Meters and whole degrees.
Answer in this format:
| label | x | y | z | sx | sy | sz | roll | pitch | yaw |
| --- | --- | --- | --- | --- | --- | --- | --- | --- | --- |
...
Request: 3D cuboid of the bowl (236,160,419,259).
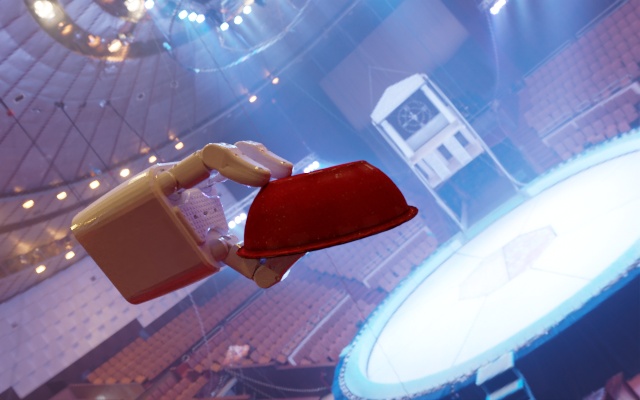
| label | x | y | z | sx | sy | sz | roll | pitch | yaw |
| --- | --- | --- | --- | --- | --- | --- | --- | --- | --- |
| bowl | 0.001 | 0.001 | 0.416 | 0.162 | 0.055 | 0.162 | -13 | 5 | 1 |
